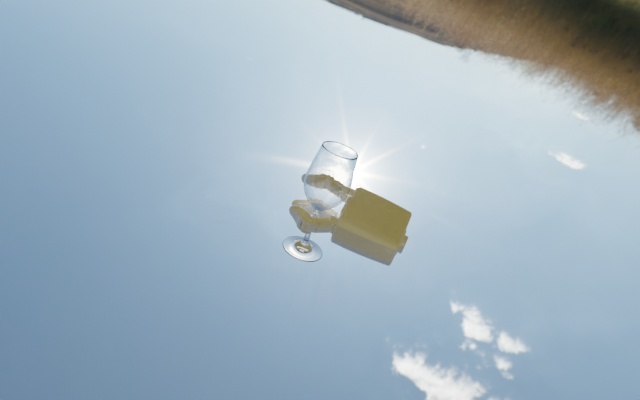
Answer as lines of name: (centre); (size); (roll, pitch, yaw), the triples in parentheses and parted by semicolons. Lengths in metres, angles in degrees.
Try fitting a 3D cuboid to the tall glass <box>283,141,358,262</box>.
tall glass: (0.000, 0.003, 0.804); (0.079, 0.201, 0.079); (16, 26, -8)
